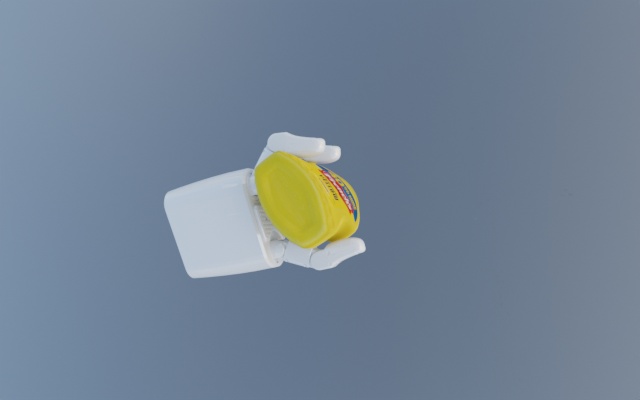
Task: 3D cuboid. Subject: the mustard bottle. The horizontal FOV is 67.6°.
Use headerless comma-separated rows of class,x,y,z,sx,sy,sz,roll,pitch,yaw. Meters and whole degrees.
mustard bottle,0.000,0.002,0.531,0.058,0.096,0.191,-37,-12,13
